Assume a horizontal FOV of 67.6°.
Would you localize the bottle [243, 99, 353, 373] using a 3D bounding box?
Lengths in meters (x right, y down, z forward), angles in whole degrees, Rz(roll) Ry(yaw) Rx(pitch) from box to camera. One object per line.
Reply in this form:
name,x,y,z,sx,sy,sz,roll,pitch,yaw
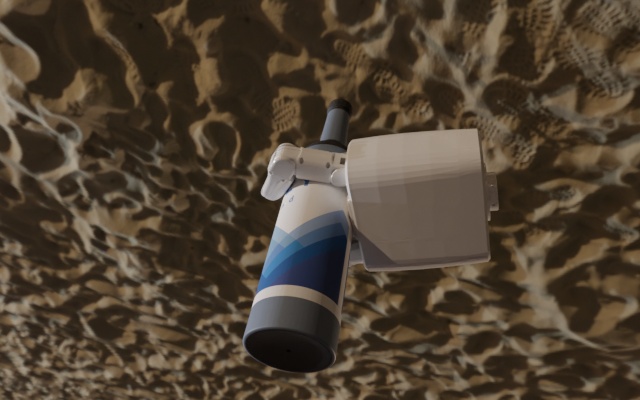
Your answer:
bottle,0.000,0.002,0.434,0.069,0.295,0.069,6,-44,6
